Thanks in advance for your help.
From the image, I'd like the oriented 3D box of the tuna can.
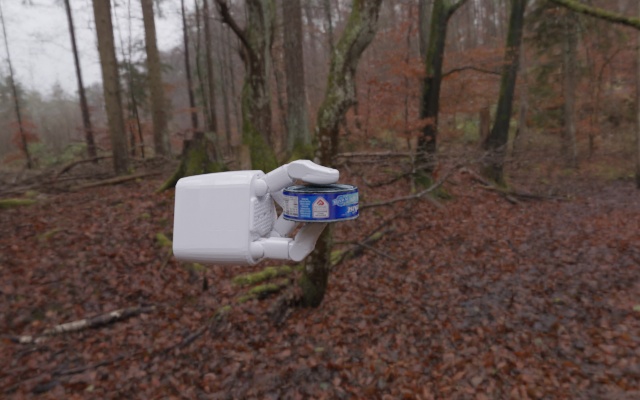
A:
[{"bbox_3d":[0.000,0.001,0.533,0.086,0.034,0.086,-1,7,0],"label":"tuna can"}]
